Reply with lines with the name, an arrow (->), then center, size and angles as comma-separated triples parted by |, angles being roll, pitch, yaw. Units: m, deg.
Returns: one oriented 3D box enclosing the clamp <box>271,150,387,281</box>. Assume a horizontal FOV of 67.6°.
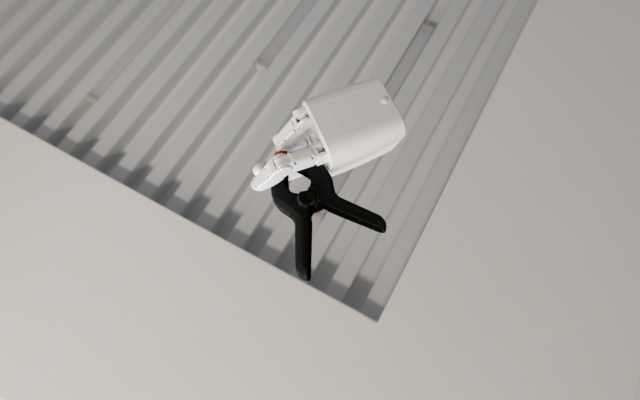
clamp -> 0.000, 0.002, 0.592 | 0.120, 0.171, 0.039 | -22, -22, -7
